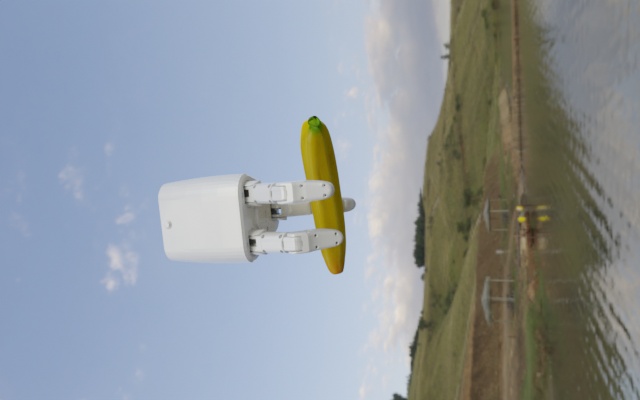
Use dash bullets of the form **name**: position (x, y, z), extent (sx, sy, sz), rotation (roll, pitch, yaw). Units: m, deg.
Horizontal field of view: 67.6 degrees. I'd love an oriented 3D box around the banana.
- **banana**: position (0.002, -0.011, 0.537), extent (0.037, 0.198, 0.069), rotation (-4, 30, 12)
